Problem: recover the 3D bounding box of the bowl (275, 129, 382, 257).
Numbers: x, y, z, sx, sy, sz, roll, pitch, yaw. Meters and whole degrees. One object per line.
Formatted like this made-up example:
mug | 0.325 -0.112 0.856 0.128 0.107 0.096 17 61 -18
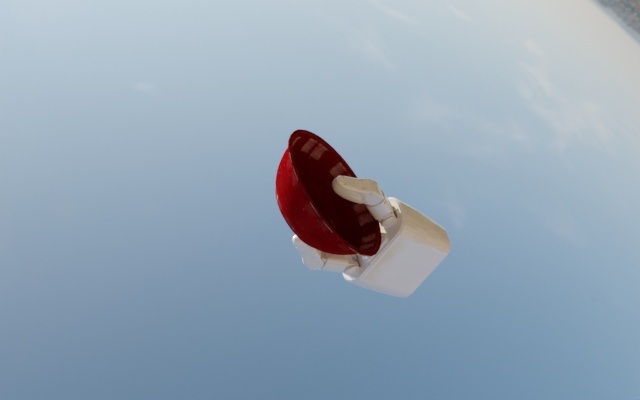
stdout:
bowl | -0.001 0.001 0.536 0.055 0.162 0.162 -33 -14 23
